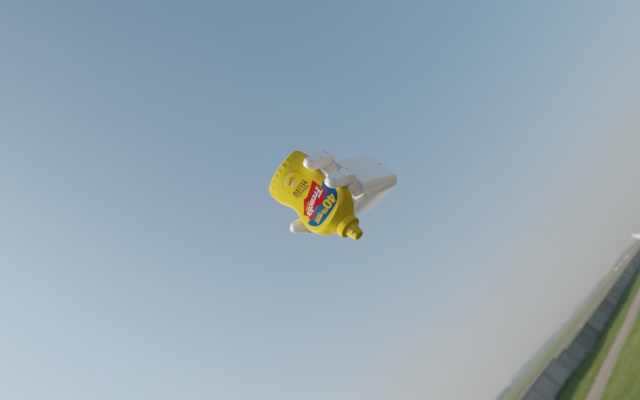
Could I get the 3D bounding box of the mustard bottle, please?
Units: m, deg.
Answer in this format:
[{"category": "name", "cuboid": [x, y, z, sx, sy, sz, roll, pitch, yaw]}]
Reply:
[{"category": "mustard bottle", "cuboid": [0.000, 0.003, 0.817, 0.191, 0.096, 0.058, 41, 13, 28]}]
